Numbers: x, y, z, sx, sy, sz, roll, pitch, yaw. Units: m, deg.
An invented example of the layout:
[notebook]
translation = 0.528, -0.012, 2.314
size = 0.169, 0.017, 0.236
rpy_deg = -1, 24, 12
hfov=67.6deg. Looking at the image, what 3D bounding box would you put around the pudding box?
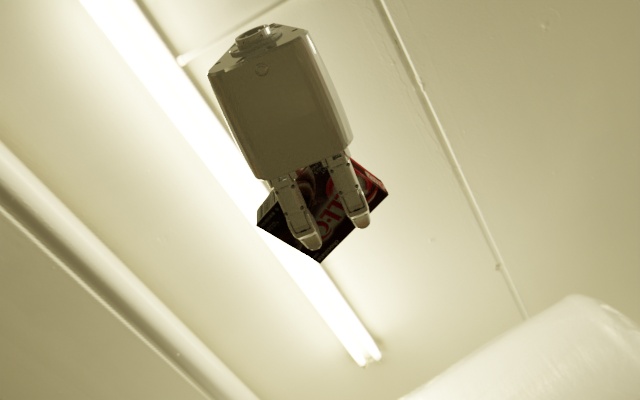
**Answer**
[pudding box]
translation = 0.000, 0.002, 0.499
size = 0.090, 0.113, 0.039
rpy_deg = 34, 22, -26
